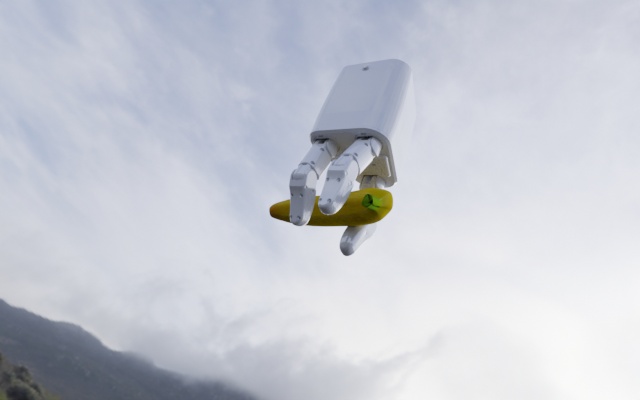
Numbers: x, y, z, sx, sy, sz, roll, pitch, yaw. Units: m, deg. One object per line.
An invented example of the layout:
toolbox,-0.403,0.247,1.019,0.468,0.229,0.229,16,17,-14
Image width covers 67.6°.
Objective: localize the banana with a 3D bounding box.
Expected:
banana,0.017,0.007,0.526,0.069,0.037,0.198,19,-16,-31
